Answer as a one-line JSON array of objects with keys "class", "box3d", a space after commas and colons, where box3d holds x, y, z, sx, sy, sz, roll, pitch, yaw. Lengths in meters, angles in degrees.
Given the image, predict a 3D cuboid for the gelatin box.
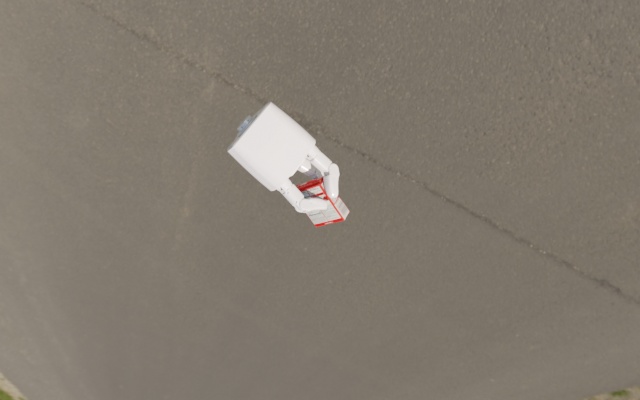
[{"class": "gelatin box", "box3d": [0.000, 0.003, 0.888, 0.073, 0.089, 0.030, -17, 28, 40]}]
